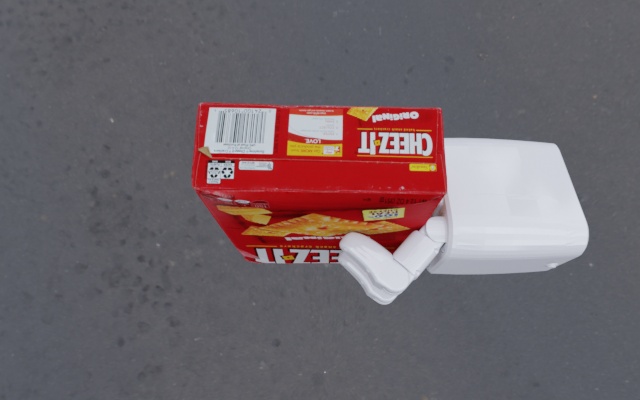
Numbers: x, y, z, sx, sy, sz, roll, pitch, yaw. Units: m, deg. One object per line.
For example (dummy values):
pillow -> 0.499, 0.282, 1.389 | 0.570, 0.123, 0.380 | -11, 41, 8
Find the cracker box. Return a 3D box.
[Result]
cracker box -> 0.000, 0.001, 0.403 | 0.164, 0.072, 0.214 | 1, -20, 1
